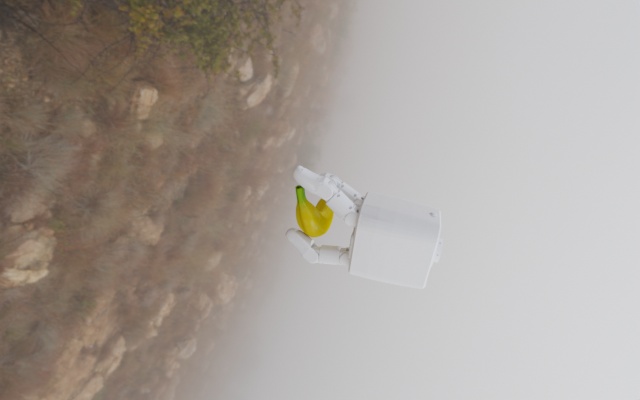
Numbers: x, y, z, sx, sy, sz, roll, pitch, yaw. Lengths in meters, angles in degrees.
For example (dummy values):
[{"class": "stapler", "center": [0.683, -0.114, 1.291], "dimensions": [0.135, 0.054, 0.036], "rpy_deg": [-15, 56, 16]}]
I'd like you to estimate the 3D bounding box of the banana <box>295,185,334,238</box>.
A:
[{"class": "banana", "center": [-0.003, 0.021, 0.714], "dimensions": [0.037, 0.069, 0.198], "rpy_deg": [8, -2, 10]}]
